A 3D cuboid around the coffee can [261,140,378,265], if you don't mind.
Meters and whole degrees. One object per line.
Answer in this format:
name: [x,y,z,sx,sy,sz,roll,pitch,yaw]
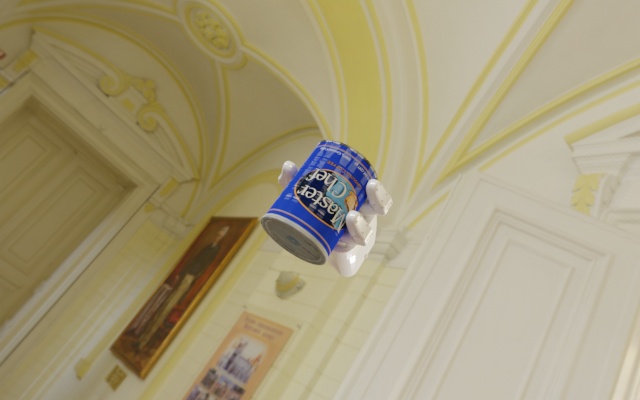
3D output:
coffee can: [0.000,0.002,0.654,0.103,0.140,0.103,29,-24,14]
